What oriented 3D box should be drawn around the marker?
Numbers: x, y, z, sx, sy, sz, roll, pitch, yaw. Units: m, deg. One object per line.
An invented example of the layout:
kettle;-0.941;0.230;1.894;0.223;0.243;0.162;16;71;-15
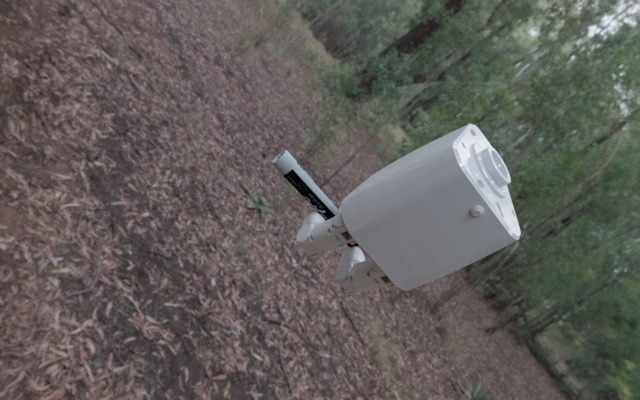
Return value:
marker;0.000;0.002;0.462;0.020;0.121;0.020;-37;19;15
